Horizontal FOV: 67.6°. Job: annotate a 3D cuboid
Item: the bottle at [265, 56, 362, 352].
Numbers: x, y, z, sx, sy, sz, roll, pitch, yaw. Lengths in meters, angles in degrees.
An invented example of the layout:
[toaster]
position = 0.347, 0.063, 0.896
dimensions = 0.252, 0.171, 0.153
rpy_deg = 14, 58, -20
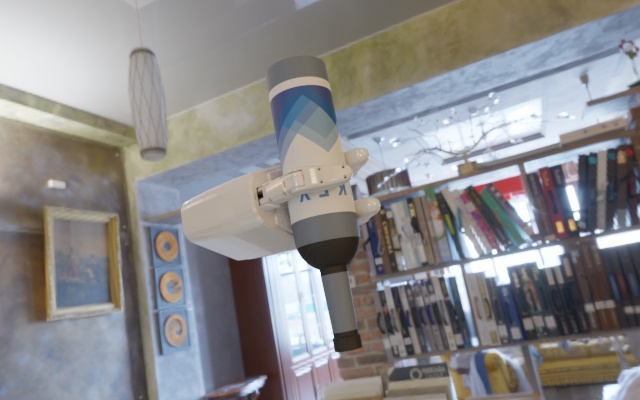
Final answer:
[bottle]
position = 0.000, 0.001, 0.488
dimensions = 0.069, 0.295, 0.069
rpy_deg = -10, -12, -2
